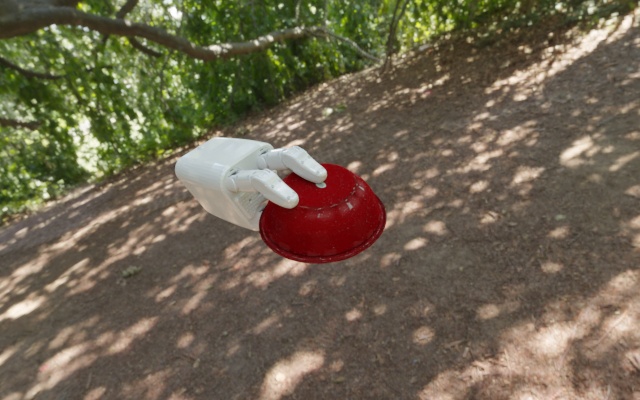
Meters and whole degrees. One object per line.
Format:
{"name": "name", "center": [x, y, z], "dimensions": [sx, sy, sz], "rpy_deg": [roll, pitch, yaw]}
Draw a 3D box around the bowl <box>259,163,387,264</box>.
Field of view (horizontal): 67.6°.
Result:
{"name": "bowl", "center": [0.001, 0.002, 0.587], "dimensions": [0.162, 0.055, 0.162], "rpy_deg": [-4, 38, 3]}
